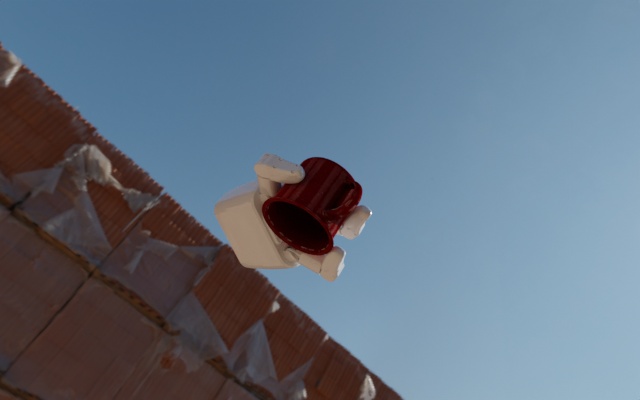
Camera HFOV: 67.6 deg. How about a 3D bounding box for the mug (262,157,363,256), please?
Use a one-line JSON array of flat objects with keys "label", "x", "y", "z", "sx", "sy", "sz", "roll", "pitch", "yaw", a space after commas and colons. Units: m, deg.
[{"label": "mug", "x": 0.001, "y": 0.001, "z": 0.548, "sx": 0.117, "sy": 0.093, "sz": 0.081, "roll": -12, "pitch": 35, "yaw": 48}]
